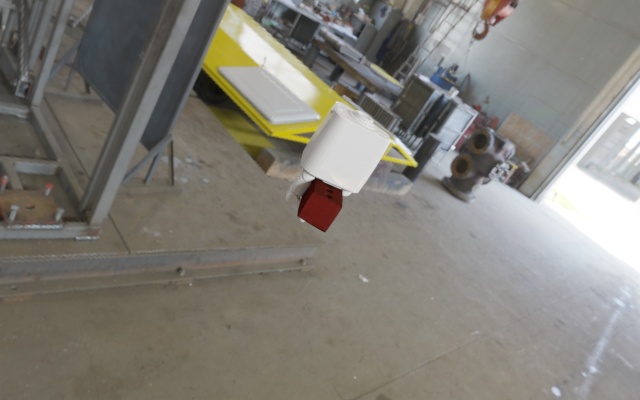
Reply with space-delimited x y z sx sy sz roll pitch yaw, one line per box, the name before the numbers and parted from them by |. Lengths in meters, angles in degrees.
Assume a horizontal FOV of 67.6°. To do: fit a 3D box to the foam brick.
foam brick | 0.000 0.003 0.757 0.053 0.051 0.078 30 22 -11
